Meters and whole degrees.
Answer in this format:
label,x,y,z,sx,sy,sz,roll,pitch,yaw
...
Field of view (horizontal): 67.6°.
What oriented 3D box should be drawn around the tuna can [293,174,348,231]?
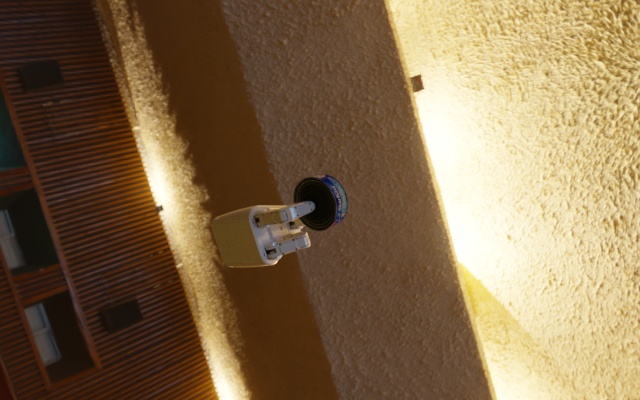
label,x,y,z,sx,sy,sz,roll,pitch,yaw
tuna can,0.001,0.002,0.745,0.086,0.086,0.033,0,14,40
